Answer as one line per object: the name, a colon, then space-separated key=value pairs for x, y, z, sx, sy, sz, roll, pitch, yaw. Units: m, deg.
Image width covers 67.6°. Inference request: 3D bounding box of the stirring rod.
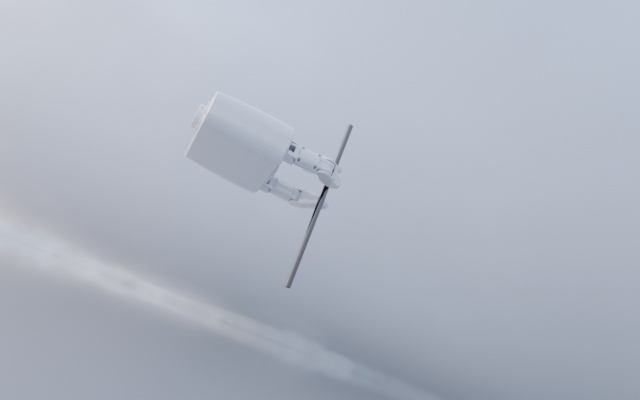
stirring rod: x=0.000 y=0.002 z=0.635 sx=0.011 sy=0.239 sz=0.011 roll=19 pitch=-17 yaw=6
